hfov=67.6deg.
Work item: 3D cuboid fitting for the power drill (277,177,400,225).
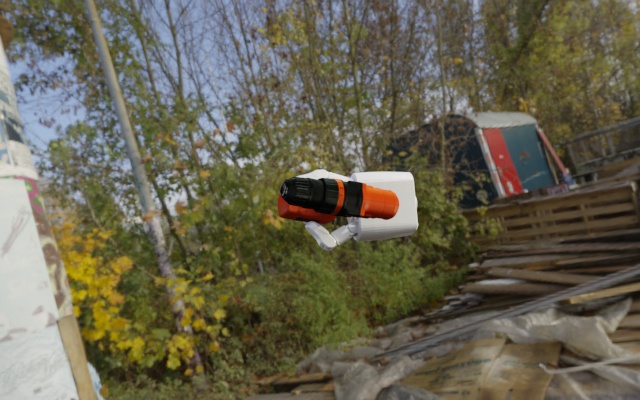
[{"bbox_3d":[0.000,0.002,0.741,0.184,0.057,0.187,10,-7,-25],"label":"power drill"}]
